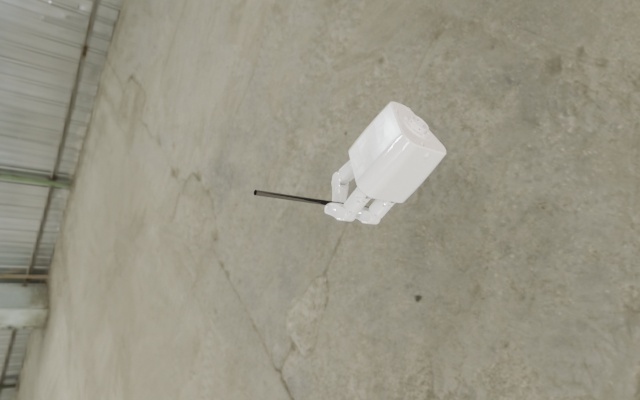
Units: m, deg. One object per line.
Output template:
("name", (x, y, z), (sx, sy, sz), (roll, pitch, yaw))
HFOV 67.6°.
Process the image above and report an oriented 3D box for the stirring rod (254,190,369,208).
("stirring rod", (0.000, 0.002, 0.753), (0.239, 0.011, 0.011), (8, -5, -39))
